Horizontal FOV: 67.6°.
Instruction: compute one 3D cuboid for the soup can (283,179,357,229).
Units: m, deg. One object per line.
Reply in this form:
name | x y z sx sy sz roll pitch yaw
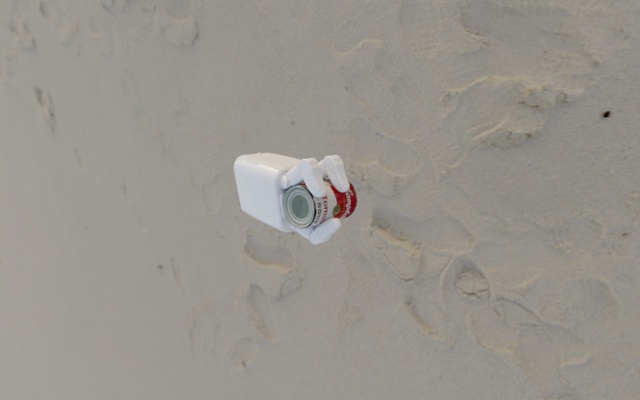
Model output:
soup can | 0.000 0.003 0.744 0.068 0.068 0.102 0 8 42
